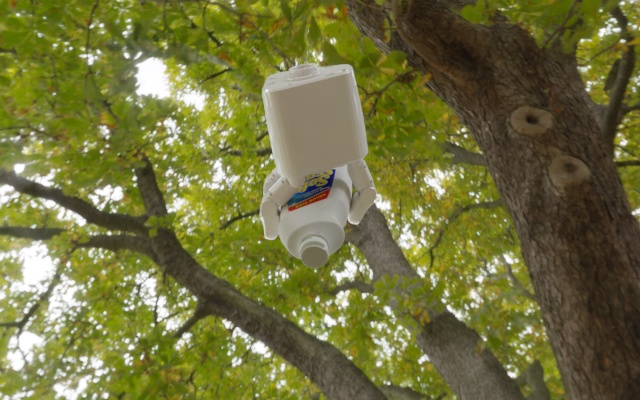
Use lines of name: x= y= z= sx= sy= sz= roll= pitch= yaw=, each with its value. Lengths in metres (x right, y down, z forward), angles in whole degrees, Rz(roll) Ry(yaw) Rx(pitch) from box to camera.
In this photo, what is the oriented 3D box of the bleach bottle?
bleach bottle: x=0.000 y=0.002 z=0.616 sx=0.102 sy=0.068 sz=0.250 roll=-11 pitch=26 yaw=5
